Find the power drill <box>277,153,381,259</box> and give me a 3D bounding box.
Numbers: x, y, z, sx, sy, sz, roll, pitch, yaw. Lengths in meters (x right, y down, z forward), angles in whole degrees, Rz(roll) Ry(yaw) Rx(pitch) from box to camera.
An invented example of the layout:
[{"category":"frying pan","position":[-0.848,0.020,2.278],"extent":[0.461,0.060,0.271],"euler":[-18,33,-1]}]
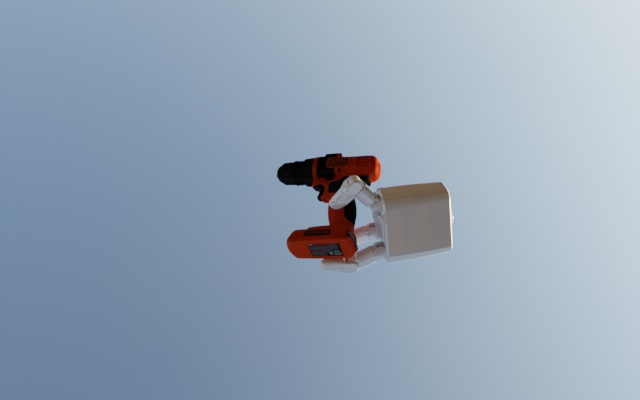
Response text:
[{"category":"power drill","position":[0.000,0.003,0.779],"extent":[0.184,0.187,0.057],"euler":[-4,-38,20]}]
